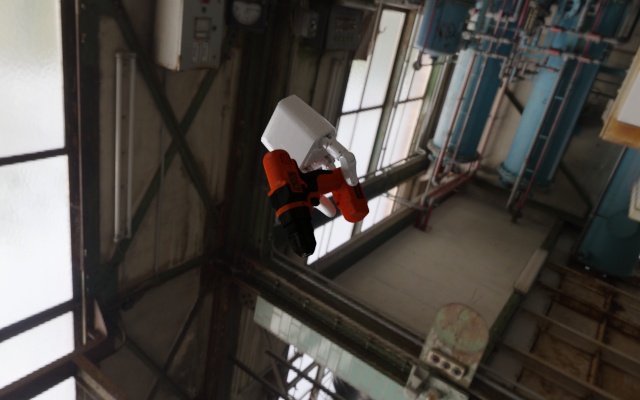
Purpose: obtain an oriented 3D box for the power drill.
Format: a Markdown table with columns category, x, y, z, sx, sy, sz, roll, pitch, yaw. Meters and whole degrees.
| category | x | y | z | sx | sy | sz | roll | pitch | yaw |
| --- | --- | --- | --- | --- | --- | --- | --- | --- | --- |
| power drill | 0.000 | 0.002 | 0.808 | 0.187 | 0.184 | 0.057 | 1 | -25 | -47 |
